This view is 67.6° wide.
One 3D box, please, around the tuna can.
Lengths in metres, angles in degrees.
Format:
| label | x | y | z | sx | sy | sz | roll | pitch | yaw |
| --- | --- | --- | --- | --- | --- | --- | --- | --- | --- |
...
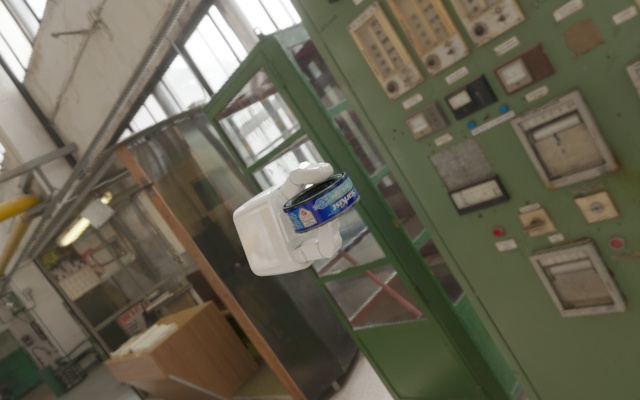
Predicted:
| label | x | y | z | sx | sy | sz | roll | pitch | yaw |
| --- | --- | --- | --- | --- | --- | --- | --- | --- | --- |
| tuna can | 0.000 | 0.001 | 0.548 | 0.086 | 0.034 | 0.086 | -28 | 10 | 5 |
